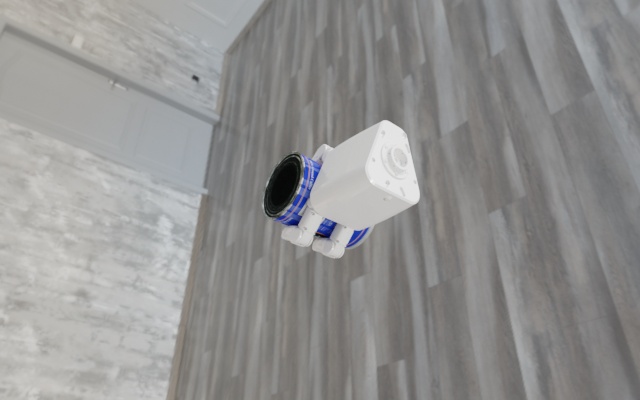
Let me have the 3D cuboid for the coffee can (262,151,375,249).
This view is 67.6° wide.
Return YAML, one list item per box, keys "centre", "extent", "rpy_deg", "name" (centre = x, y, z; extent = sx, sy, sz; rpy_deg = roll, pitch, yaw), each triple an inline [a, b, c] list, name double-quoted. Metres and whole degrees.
- centre: [0.000, 0.002, 0.700]
  extent: [0.140, 0.103, 0.103]
  rpy_deg: [24, -13, -31]
  name: "coffee can"
